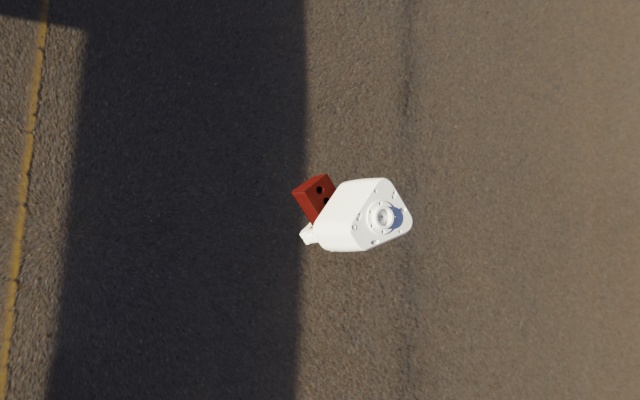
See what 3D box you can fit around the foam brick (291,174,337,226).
[{"bbox_3d":[0.000,0.002,0.783,0.053,0.078,0.051,-38,14,-23],"label":"foam brick"}]
